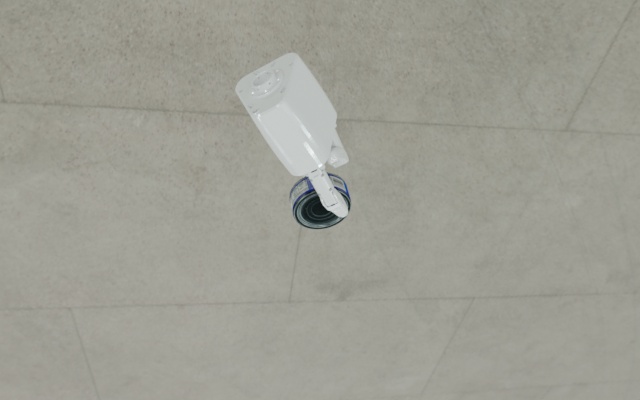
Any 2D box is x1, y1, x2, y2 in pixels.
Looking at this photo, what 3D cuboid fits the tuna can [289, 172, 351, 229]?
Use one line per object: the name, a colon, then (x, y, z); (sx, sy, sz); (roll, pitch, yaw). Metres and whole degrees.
tuna can: (0.000, 0.003, 0.682); (0.086, 0.033, 0.086); (-8, -43, -7)
